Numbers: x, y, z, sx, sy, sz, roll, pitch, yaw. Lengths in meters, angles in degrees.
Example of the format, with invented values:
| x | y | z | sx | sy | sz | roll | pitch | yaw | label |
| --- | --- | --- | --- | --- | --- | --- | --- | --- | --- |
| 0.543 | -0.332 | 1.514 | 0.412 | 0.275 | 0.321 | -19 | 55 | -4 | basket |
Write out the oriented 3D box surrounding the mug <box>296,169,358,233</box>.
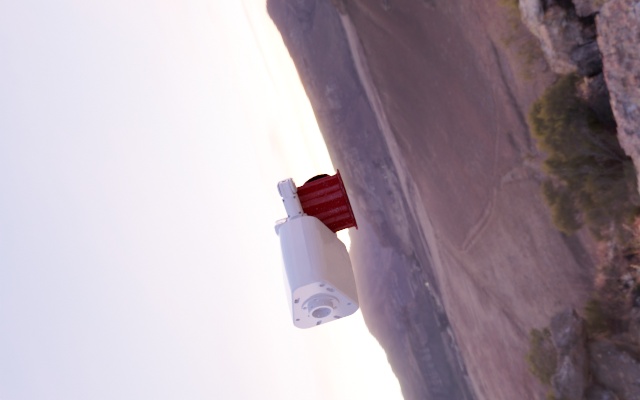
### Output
| x | y | z | sx | sy | sz | roll | pitch | yaw | label |
| --- | --- | --- | --- | --- | --- | --- | --- | --- | --- |
| 0.000 | 0.001 | 0.706 | 0.081 | 0.117 | 0.093 | -18 | -45 | 5 | mug |
